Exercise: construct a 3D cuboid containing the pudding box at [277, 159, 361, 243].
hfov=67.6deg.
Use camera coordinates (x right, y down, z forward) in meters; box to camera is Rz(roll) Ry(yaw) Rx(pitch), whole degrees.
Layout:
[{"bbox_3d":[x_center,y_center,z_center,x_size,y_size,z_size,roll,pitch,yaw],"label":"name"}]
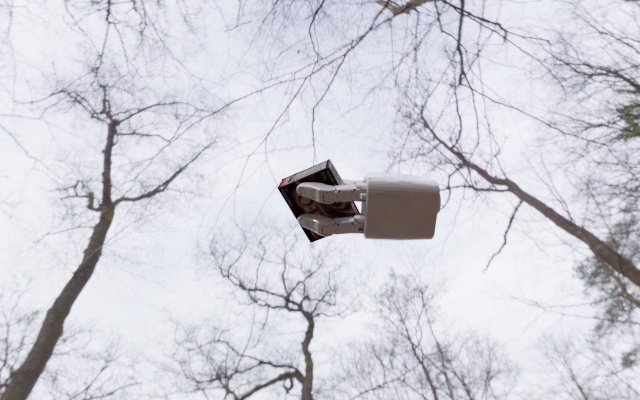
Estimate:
[{"bbox_3d":[0.000,0.002,0.743,0.090,0.113,0.039,-22,22,18],"label":"pudding box"}]
